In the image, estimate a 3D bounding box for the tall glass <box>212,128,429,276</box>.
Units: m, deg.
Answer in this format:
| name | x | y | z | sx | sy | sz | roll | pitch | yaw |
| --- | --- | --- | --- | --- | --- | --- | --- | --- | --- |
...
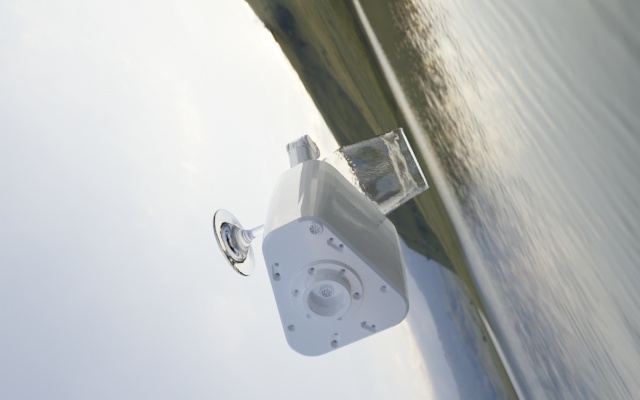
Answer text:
| name | x | y | z | sx | sy | sz | roll | pitch | yaw |
| --- | --- | --- | --- | --- | --- | --- | --- | --- | --- |
| tall glass | -0.001 | 0.002 | 0.464 | 0.201 | 0.079 | 0.079 | -25 | -6 | 12 |
